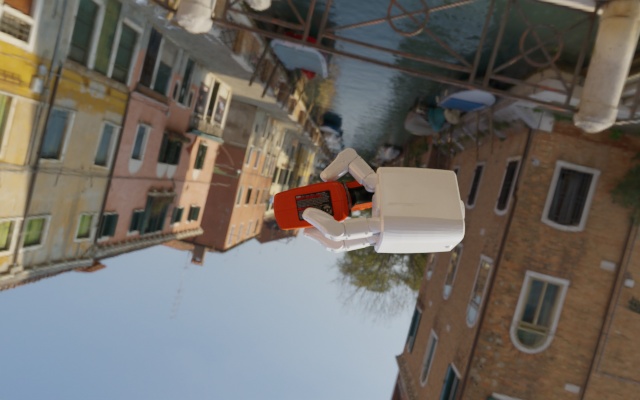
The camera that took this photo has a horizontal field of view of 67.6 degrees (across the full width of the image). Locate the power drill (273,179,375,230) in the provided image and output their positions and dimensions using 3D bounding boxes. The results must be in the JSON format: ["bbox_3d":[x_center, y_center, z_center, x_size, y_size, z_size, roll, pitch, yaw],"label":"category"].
[{"bbox_3d":[0.000,0.002,0.725,0.184,0.057,0.187,-12,2,20],"label":"power drill"}]
